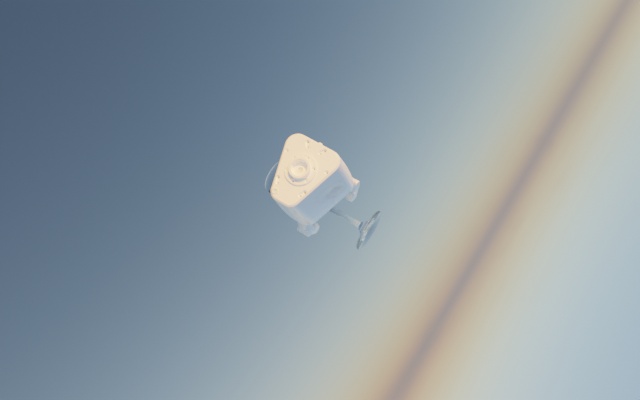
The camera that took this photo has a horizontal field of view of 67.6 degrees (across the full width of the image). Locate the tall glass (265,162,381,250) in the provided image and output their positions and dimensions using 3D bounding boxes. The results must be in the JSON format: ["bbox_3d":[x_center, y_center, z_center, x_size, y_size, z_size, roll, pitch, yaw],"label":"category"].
[{"bbox_3d":[0.001,0.003,0.829,0.201,0.079,0.079,30,11,19],"label":"tall glass"}]
